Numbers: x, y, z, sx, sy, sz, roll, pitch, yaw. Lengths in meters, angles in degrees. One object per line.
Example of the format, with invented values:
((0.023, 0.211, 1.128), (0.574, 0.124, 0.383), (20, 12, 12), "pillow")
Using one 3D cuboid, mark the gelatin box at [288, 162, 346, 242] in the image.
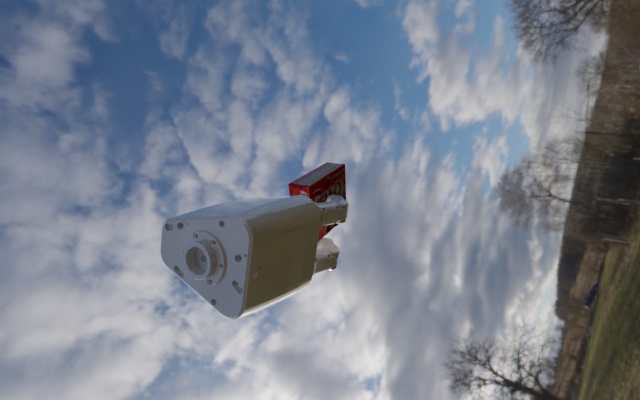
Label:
((0.000, 0.002, 0.571), (0.030, 0.073, 0.089), (9, 25, 29), "gelatin box")
